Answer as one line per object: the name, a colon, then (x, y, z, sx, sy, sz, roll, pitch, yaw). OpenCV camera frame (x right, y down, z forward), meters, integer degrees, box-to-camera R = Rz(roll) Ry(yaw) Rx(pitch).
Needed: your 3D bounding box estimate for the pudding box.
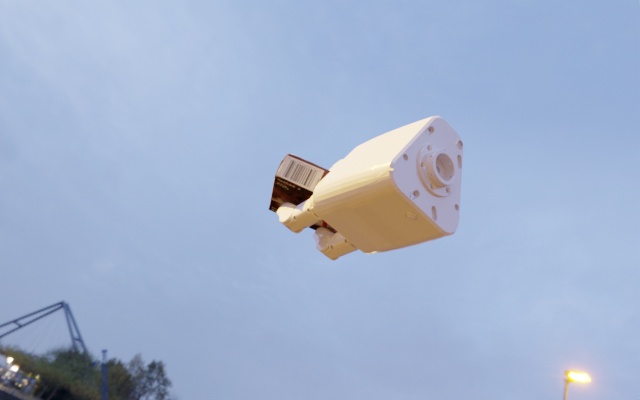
pudding box: (0.000, 0.002, 0.552, 0.113, 0.039, 0.090, 26, -28, 2)
